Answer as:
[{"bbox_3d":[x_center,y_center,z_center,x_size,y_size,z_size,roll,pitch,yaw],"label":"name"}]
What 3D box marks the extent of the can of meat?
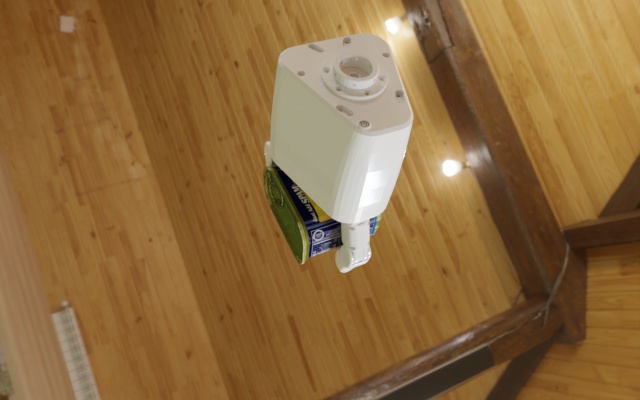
[{"bbox_3d":[0.000,0.002,0.476,0.084,0.102,0.057,-18,-35,-18],"label":"can of meat"}]
